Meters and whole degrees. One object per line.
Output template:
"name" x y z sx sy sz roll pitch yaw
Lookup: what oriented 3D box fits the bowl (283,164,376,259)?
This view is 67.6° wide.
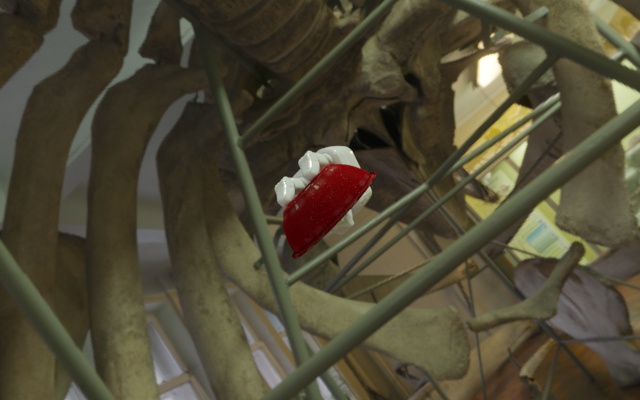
"bowl" 0.000 0.002 0.644 0.055 0.162 0.162 44 -5 -5
